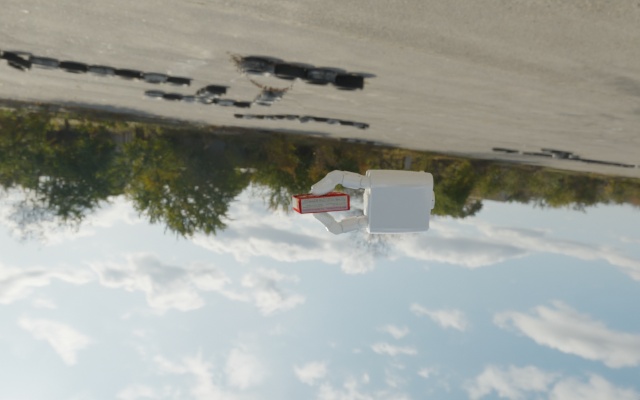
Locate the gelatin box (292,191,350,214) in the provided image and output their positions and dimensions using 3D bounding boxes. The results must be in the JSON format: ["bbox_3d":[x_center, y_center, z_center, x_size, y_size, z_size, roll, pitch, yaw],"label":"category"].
[{"bbox_3d":[0.000,0.003,0.834,0.089,0.030,0.073,-5,6,-12],"label":"gelatin box"}]
